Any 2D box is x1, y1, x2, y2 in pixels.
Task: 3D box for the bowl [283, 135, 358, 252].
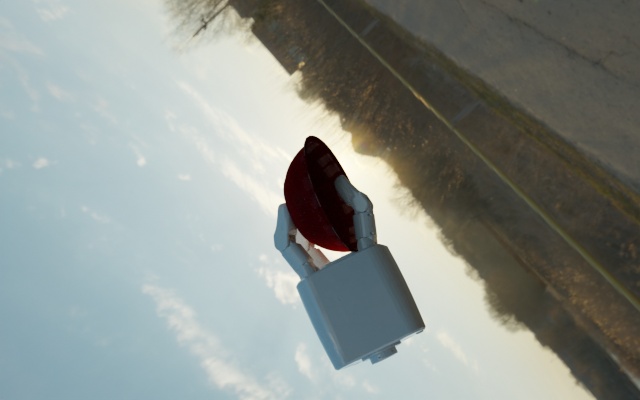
[{"bbox_3d":[-0.001,0.001,0.601,0.055,0.162,0.162,-24,-8,19],"label":"bowl"}]
